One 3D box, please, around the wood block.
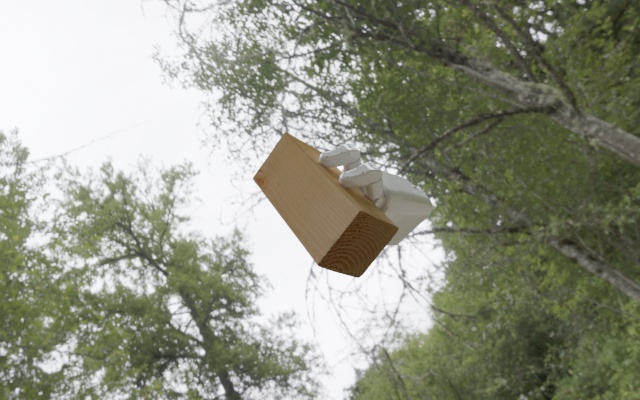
[{"bbox_3d":[0.000,0.002,0.671,0.090,0.091,0.206,24,18,-44],"label":"wood block"}]
